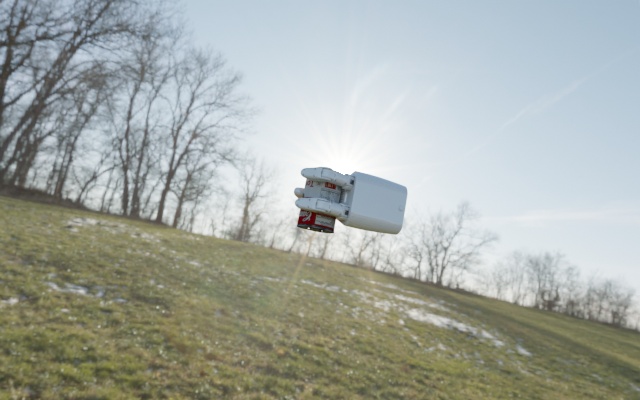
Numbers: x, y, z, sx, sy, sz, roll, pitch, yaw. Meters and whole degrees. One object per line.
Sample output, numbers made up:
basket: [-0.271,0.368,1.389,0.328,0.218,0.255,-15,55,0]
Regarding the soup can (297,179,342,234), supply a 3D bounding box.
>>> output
soup can: [0.000,0.002,0.852,0.068,0.102,0.068,10,-9,2]
